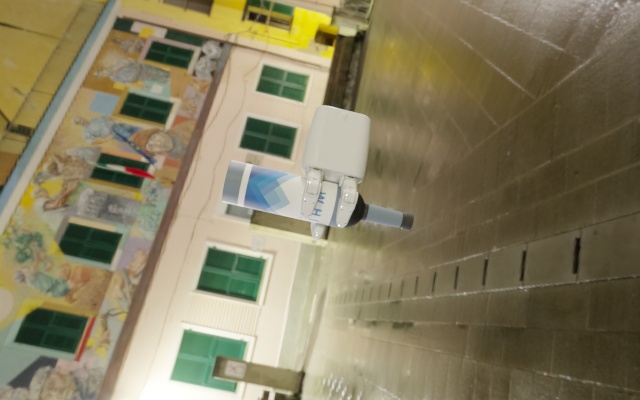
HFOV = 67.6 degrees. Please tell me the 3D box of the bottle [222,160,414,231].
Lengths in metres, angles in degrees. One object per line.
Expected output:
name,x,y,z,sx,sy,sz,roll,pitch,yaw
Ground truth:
bottle,0.000,0.002,0.744,0.296,0.069,0.069,13,-1,-5
